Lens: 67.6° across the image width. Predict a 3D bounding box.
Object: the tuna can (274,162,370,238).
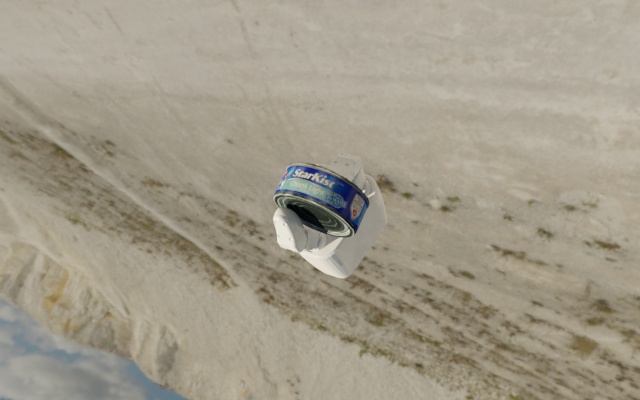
[{"bbox_3d":[0.000,0.002,0.447,0.086,0.033,0.086,23,-18,8],"label":"tuna can"}]
